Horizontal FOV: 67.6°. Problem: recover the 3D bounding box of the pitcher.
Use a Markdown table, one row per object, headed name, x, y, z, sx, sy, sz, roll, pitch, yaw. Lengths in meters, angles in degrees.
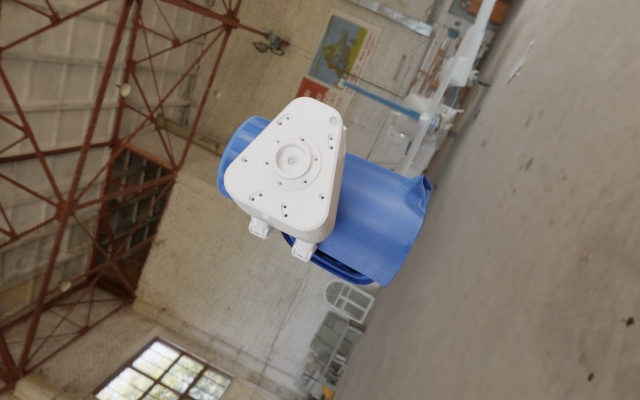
| name | x | y | z | sx | sy | sz | roll | pitch | yaw |
| --- | --- | --- | --- | --- | --- | --- | --- | --- | --- |
| pitcher | 0.000 | 0.002 | 0.588 | 0.243 | 0.149 | 0.145 | 26 | -5 | 5 |
